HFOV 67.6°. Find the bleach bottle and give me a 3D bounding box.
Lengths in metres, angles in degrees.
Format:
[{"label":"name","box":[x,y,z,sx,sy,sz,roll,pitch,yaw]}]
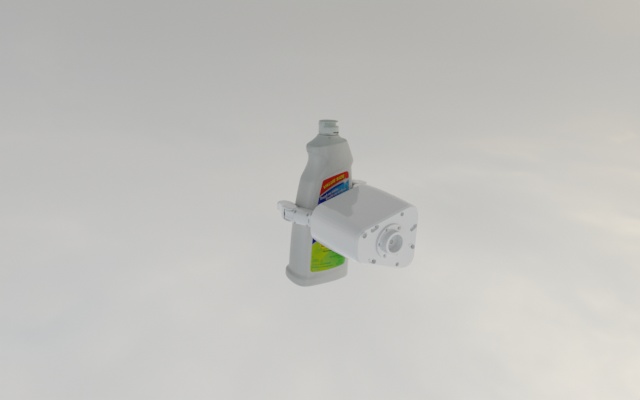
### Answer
[{"label":"bleach bottle","box":[0.000,0.002,0.741,0.102,0.251,0.068,-8,20,-31]}]
